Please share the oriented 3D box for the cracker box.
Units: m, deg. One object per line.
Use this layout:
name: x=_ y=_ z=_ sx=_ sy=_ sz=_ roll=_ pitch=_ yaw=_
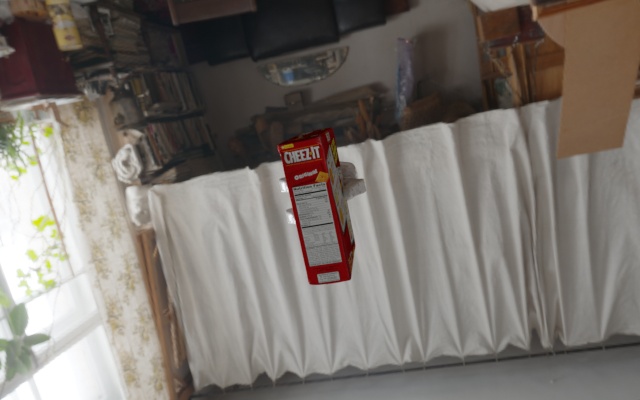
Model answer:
cracker box: x=0.000 y=0.003 z=0.744 sx=0.072 sy=0.214 sz=0.164 roll=-11 pitch=11 yaw=9
